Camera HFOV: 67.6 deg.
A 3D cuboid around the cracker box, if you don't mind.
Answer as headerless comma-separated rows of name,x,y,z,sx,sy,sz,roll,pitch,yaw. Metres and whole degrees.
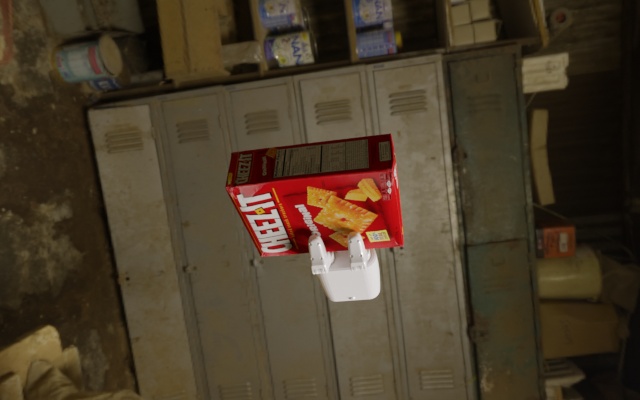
cracker box,0.000,0.002,0.650,0.214,0.072,0.164,-6,-41,9
